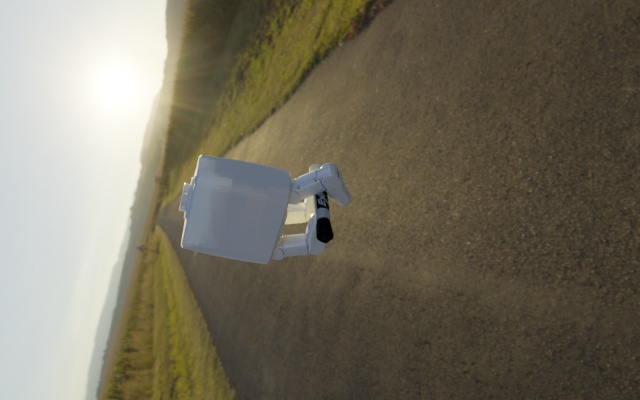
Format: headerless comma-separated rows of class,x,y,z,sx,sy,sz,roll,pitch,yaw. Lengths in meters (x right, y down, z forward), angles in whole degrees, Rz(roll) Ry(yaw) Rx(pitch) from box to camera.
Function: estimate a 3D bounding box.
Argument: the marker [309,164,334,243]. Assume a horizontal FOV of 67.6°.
marker,0.000,0.002,0.553,0.020,0.020,0.121,0,43,-7
